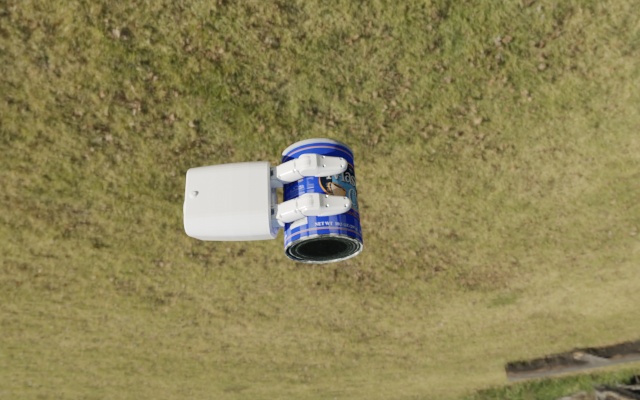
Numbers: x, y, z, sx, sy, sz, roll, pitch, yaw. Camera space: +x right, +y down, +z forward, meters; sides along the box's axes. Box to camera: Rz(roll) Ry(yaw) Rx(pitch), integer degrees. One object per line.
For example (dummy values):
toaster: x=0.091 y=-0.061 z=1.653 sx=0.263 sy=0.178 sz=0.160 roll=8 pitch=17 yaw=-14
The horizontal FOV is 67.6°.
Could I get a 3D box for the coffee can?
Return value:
coffee can: x=0.000 y=0.002 z=0.644 sx=0.103 sy=0.140 sz=0.103 roll=-3 pitch=-26 yaw=-2
